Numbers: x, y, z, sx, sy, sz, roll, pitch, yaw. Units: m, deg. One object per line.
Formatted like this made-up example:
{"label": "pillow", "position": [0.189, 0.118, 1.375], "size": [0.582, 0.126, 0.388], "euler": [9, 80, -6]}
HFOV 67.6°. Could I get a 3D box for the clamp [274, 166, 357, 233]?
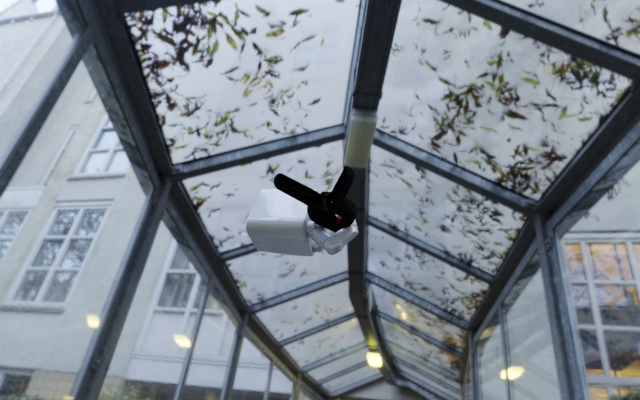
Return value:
{"label": "clamp", "position": [0.000, 0.002, 0.741], "size": [0.120, 0.039, 0.172], "euler": [5, -33, 14]}
